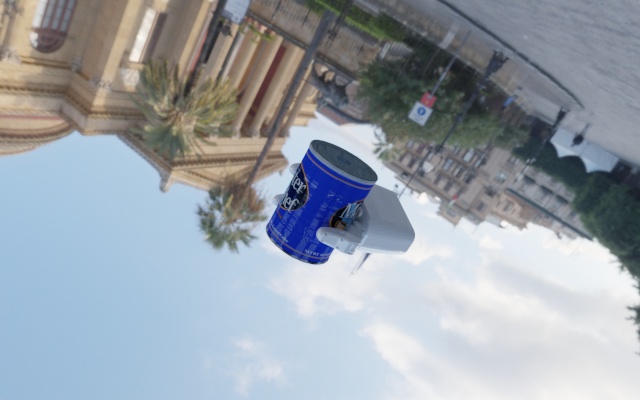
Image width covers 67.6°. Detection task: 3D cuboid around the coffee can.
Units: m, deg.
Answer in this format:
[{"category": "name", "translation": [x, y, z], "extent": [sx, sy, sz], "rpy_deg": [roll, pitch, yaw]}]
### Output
[{"category": "coffee can", "translation": [0.000, 0.002, 0.657], "extent": [0.103, 0.140, 0.102], "rpy_deg": [26, 20, -10]}]
